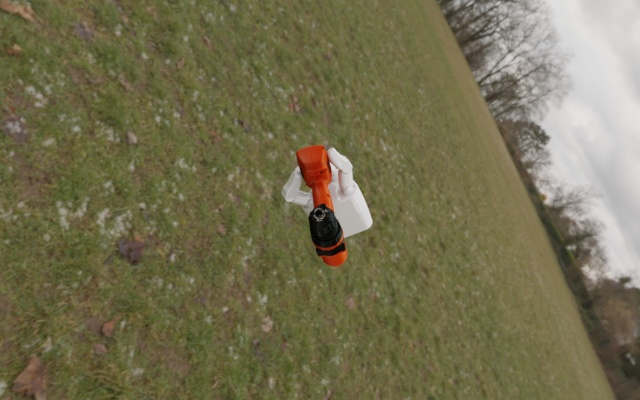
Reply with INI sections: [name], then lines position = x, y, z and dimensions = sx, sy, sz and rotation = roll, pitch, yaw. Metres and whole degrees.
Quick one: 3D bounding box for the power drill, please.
[power drill]
position = 0.000, 0.002, 0.811
dimensions = 0.057, 0.187, 0.184
rotation = -11, -29, 2
